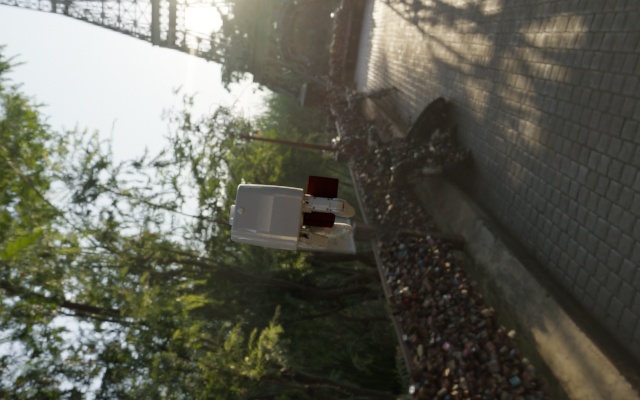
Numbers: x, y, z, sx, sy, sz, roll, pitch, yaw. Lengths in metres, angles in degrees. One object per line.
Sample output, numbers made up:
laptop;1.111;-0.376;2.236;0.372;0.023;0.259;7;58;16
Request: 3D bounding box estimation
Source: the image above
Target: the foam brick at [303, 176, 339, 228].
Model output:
foam brick;0.000;0.002;0.803;0.051;0.078;0.053;7;-13;-2
